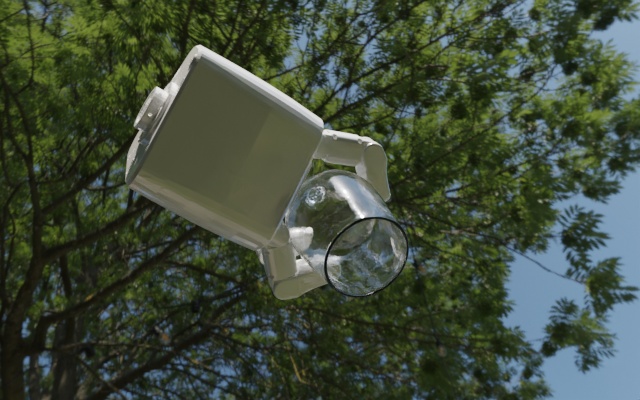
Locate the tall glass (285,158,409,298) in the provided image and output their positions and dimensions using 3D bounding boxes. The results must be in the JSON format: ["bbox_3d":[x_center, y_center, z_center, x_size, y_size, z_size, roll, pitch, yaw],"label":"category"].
[{"bbox_3d":[0.000,0.001,0.405,0.079,0.079,0.201,0,22,-21],"label":"tall glass"}]
